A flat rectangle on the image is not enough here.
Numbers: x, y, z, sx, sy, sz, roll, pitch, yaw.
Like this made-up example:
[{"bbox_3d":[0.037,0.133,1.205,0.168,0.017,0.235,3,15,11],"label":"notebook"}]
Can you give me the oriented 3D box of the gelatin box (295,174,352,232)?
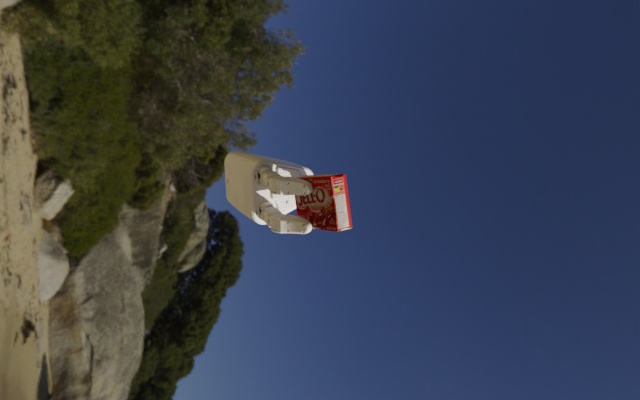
[{"bbox_3d":[0.001,0.002,0.647,0.030,0.073,0.089,-13,9,-38],"label":"gelatin box"}]
